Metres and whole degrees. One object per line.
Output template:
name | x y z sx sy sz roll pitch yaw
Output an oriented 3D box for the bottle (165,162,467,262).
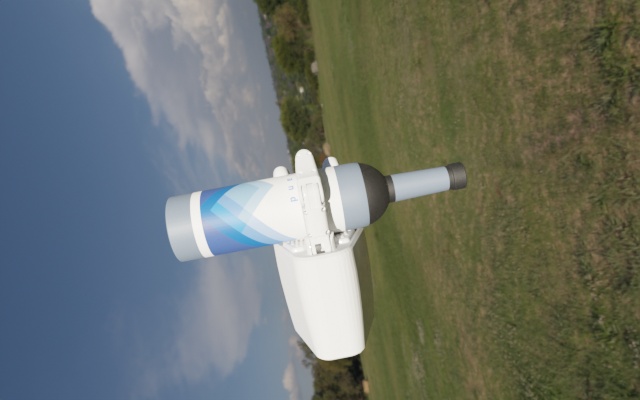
bottle | 0.000 0.002 0.483 0.296 0.069 0.069 -11 0 -1
